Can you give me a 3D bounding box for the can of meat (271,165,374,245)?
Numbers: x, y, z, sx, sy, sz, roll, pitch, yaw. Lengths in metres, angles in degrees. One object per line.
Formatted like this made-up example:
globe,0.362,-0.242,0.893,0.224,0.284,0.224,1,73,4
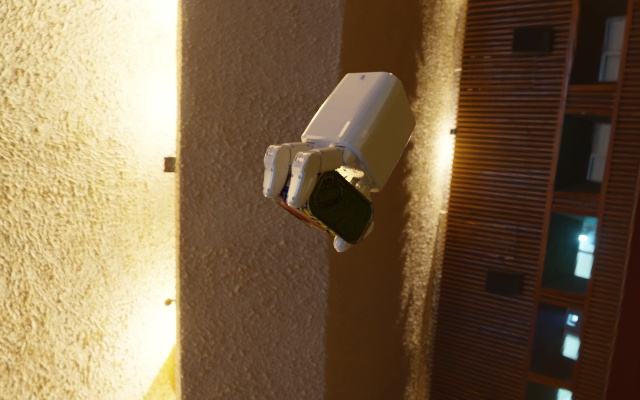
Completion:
can of meat,0.000,0.002,0.571,0.084,0.057,0.102,15,-19,50
